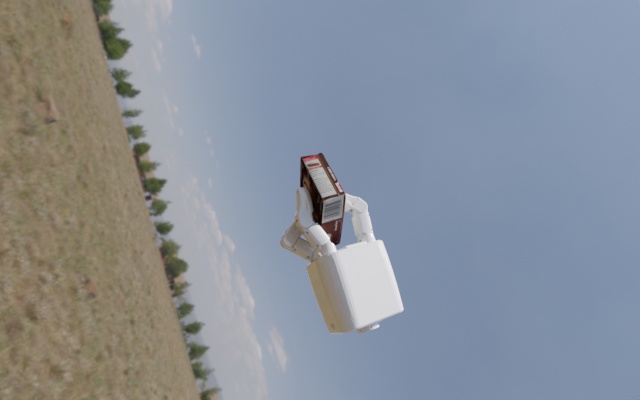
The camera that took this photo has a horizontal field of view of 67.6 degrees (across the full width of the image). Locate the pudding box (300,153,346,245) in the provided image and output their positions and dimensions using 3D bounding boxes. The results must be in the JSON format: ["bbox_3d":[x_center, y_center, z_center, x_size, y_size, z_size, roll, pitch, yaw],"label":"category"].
[{"bbox_3d":[0.000,0.002,0.691,0.039,0.090,0.114,-14,-40,-18],"label":"pudding box"}]
